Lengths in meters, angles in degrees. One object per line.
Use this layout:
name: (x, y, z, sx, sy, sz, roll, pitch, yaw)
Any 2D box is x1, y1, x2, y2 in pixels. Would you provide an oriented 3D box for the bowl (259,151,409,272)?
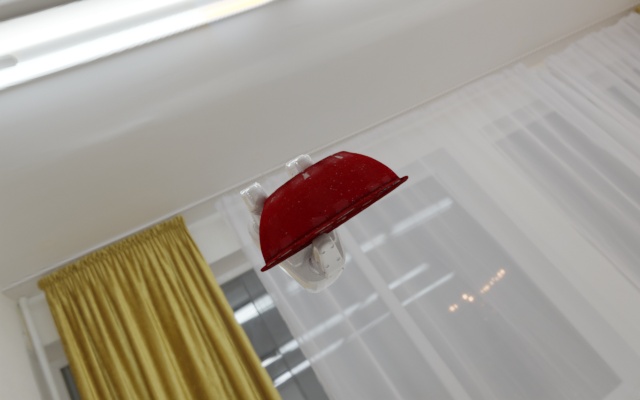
bowl: (0.000, 0.001, 0.446, 0.162, 0.055, 0.162, -32, -5, -3)
